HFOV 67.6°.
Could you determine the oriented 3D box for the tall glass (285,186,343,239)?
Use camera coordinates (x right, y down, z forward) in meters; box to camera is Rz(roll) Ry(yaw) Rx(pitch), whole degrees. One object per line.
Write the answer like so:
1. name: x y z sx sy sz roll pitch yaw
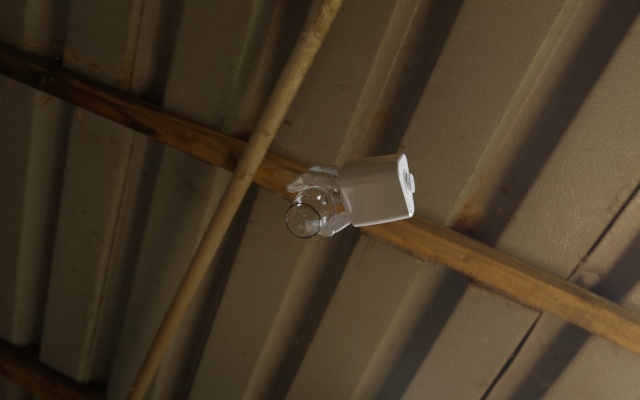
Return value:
1. tall glass: 0.000 0.003 0.866 0.079 0.079 0.201 0 18 18
